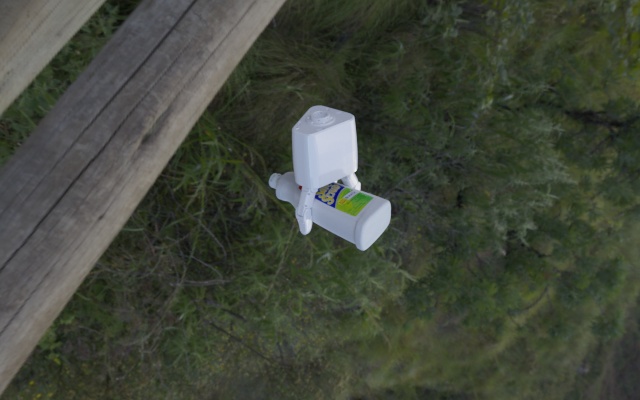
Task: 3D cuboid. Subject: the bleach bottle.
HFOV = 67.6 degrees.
[{"bbox_3d":[0.000,0.003,0.892,0.251,0.068,0.102,22,44,31],"label":"bleach bottle"}]
